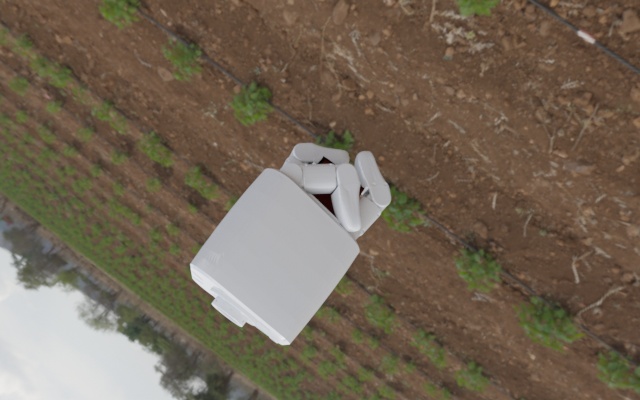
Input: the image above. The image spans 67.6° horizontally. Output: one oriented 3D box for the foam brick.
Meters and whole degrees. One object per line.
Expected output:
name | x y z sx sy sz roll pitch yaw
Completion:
foam brick | 0.000 0.002 0.480 0.053 0.051 0.078 37 -21 0
